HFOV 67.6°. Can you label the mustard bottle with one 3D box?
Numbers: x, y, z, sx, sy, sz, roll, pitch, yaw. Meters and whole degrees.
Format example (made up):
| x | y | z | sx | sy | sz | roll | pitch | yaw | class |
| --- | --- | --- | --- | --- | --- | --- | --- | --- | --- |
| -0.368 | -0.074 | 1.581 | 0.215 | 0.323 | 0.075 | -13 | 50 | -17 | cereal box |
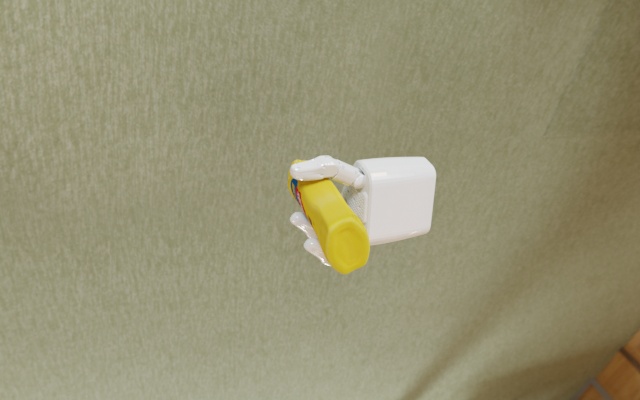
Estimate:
| x | y | z | sx | sy | sz | roll | pitch | yaw | class |
| --- | --- | --- | --- | --- | --- | --- | --- | --- | --- |
| 0.000 | 0.002 | 0.636 | 0.058 | 0.096 | 0.191 | -26 | 43 | -5 | mustard bottle |
